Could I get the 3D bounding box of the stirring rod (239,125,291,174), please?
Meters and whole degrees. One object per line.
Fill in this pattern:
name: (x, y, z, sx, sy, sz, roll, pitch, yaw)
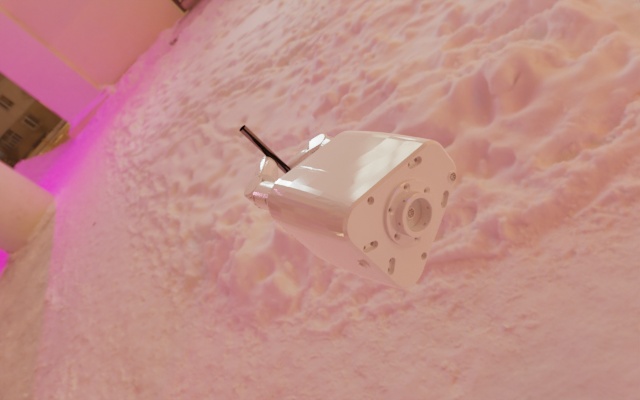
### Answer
stirring rod: (0.000, 0.002, 0.518, 0.011, 0.011, 0.240, 0, -36, 50)
